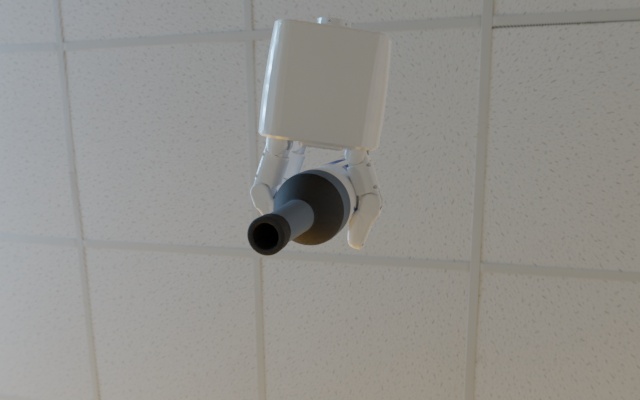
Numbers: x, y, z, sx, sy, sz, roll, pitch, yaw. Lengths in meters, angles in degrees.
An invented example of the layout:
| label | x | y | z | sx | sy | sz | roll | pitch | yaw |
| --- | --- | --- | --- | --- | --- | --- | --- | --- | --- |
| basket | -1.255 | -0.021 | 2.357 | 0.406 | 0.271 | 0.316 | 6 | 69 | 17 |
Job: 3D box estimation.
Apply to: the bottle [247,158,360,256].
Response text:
| label | x | y | z | sx | sy | sz | roll | pitch | yaw |
| --- | --- | --- | --- | --- | --- | --- | --- | --- | --- |
| bottle | 0.000 | 0.002 | 0.463 | 0.069 | 0.069 | 0.295 | 0 | 9 | 15 |
